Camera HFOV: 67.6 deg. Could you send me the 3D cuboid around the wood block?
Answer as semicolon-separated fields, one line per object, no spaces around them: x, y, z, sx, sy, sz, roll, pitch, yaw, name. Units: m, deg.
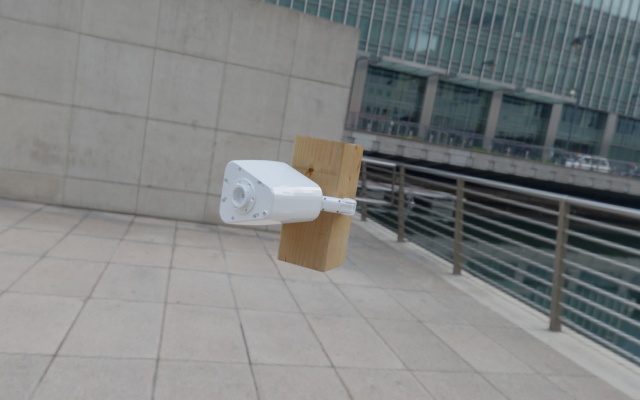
0.000;0.003;0.792;0.091;0.206;0.090;13;8;24;wood block
